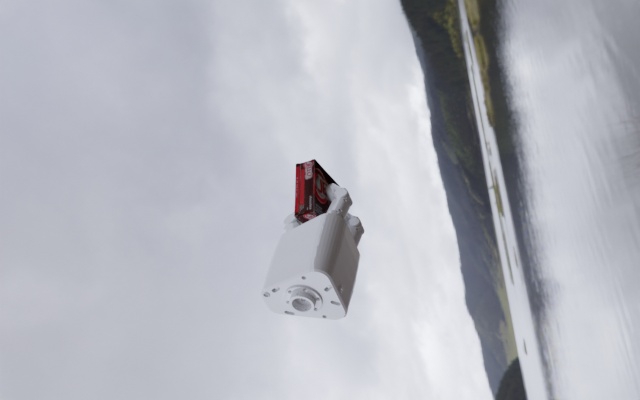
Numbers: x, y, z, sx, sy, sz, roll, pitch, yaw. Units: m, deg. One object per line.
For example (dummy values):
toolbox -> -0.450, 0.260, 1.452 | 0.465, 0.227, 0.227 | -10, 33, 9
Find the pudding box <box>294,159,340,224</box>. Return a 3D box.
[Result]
pudding box -> 0.000, 0.002, 0.736 | 0.039, 0.090, 0.113 | -10, -28, 21
